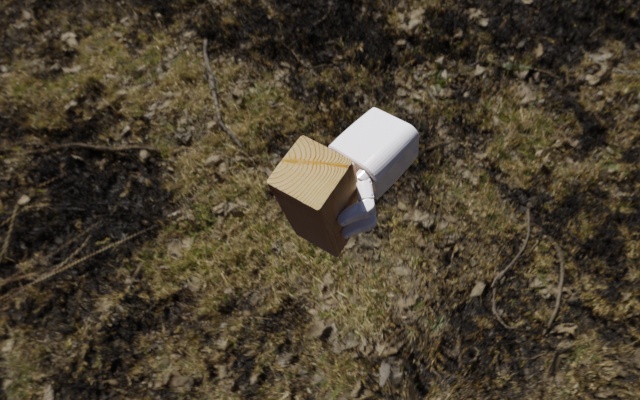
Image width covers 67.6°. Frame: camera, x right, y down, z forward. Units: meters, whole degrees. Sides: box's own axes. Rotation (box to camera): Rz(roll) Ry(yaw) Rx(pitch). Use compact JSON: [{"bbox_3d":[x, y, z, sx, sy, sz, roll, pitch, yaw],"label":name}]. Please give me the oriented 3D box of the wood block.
[{"bbox_3d":[0.000,0.002,0.746,0.091,0.090,0.206,29,-17,21],"label":"wood block"}]
